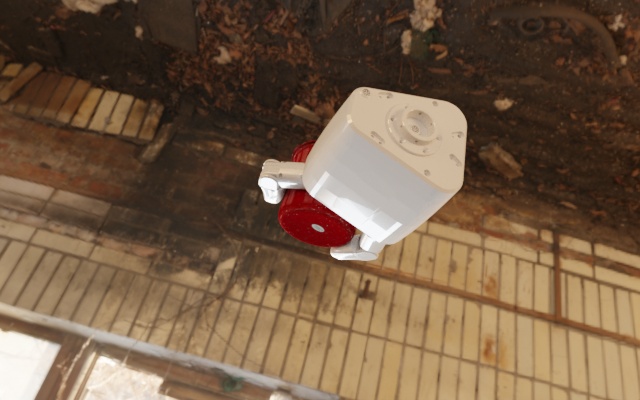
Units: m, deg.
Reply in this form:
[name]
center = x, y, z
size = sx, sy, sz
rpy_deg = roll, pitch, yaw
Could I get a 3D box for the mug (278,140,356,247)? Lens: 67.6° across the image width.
[mug]
center = 0.000, 0.002, 0.519
size = 0.093, 0.081, 0.117
rpy_deg = 21, -32, -9
